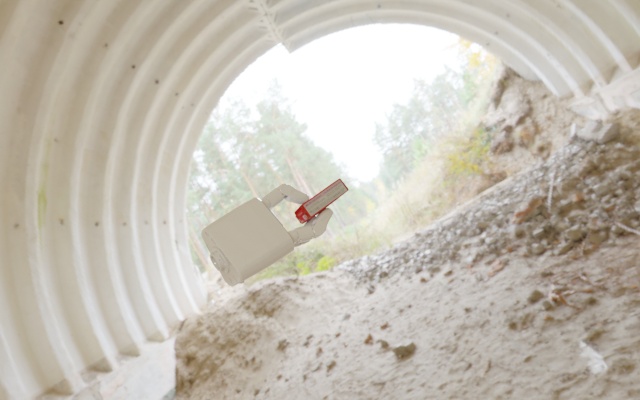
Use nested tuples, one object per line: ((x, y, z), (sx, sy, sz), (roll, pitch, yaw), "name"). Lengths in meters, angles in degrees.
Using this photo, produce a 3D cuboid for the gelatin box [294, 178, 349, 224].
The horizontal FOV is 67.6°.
((0.000, 0.002, 0.843), (0.089, 0.030, 0.073), (-36, -1, -17), "gelatin box")
